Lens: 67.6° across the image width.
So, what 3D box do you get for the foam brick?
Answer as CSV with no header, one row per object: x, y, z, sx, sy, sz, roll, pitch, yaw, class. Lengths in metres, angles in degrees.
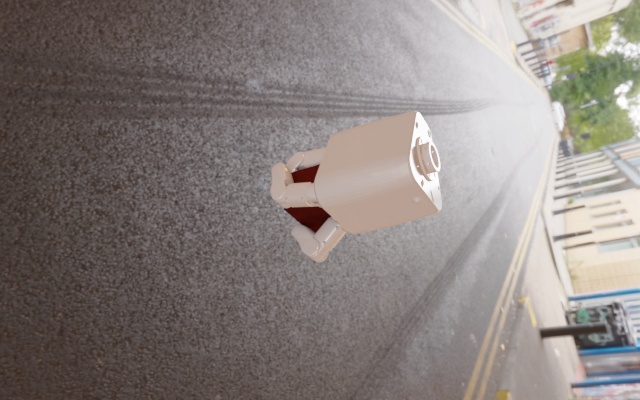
0.000,0.002,0.577,0.051,0.053,0.078,-14,-36,29,foam brick
